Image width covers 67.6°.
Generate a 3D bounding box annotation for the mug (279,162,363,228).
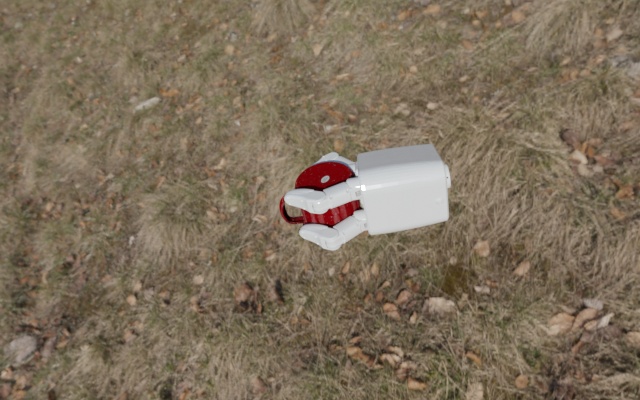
[{"bbox_3d":[-0.001,0.002,0.665,0.117,0.082,0.093,-9,38,7],"label":"mug"}]
